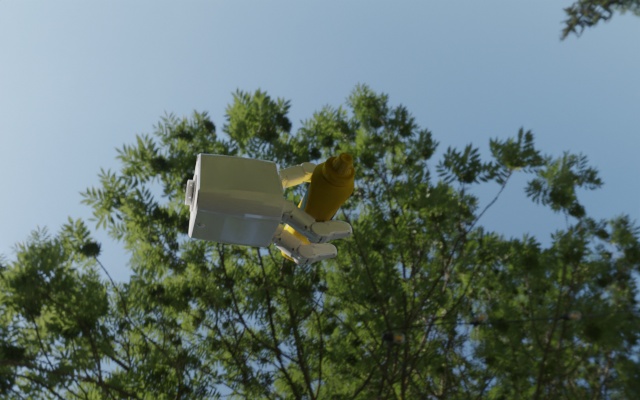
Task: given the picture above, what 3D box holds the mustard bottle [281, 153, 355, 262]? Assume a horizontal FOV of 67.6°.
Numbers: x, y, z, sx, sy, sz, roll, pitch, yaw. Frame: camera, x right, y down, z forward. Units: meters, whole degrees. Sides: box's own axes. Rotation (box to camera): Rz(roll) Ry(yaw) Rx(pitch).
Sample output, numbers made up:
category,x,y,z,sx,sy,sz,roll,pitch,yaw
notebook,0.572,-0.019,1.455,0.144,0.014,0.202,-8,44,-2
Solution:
category,x,y,z,sx,sy,sz,roll,pitch,yaw
mustard bottle,0.000,0.002,0.655,0.058,0.096,0.192,27,-41,-2
